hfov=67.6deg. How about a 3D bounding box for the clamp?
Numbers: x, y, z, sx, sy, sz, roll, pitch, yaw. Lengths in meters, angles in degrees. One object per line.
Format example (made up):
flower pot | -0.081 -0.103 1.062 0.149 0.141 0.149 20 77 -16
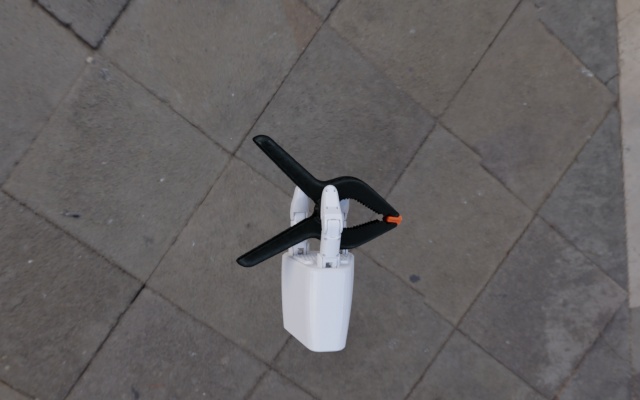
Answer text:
clamp | 0.001 0.002 0.606 0.210 0.164 0.036 1 5 -11
